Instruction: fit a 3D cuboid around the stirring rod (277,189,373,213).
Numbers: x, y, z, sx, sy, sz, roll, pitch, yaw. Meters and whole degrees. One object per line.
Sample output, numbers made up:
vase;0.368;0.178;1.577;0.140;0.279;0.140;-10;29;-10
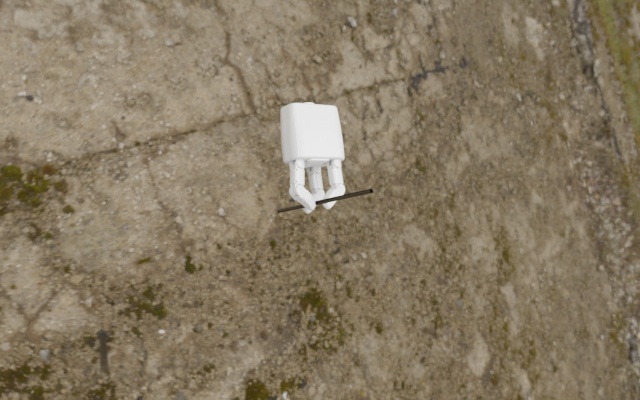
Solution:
stirring rod;0.000;0.003;0.877;0.011;0.011;0.239;0;-9;-45
